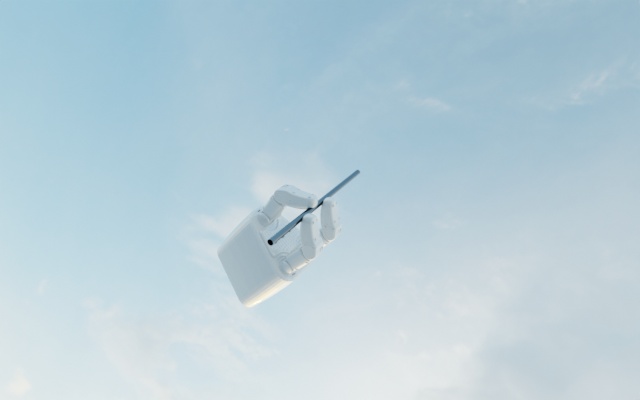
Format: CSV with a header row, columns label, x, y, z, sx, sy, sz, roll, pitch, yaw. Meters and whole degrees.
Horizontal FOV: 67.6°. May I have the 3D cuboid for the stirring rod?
label,x,y,z,sx,sy,sz,roll,pitch,yaw
stirring rod,0.000,0.002,0.638,0.011,0.011,0.239,0,22,31
